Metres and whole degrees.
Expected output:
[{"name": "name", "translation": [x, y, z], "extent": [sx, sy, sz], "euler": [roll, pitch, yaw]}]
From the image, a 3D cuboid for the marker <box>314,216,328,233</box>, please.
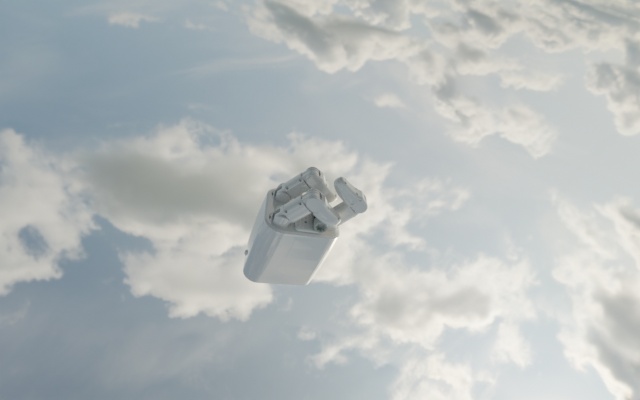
[{"name": "marker", "translation": [0.000, 0.002, 0.679], "extent": [0.020, 0.020, 0.121], "euler": [0, 34, -1]}]
